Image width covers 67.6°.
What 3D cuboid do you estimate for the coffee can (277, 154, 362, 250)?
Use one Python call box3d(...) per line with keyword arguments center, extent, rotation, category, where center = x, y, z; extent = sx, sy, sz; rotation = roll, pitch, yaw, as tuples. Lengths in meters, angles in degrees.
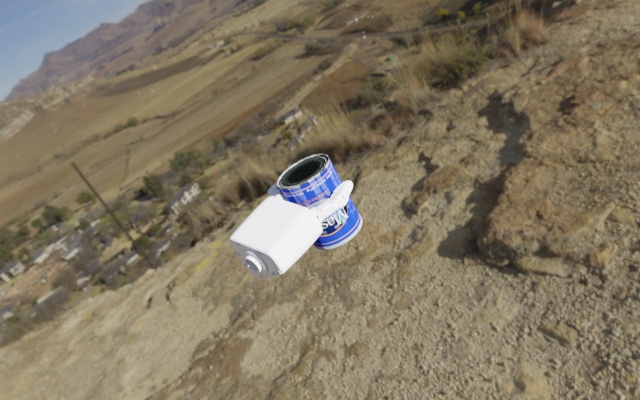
box3d(center=(0.000, 0.003, 0.854), extent=(0.103, 0.140, 0.102), rotation=(-24, 26, 12), category="coffee can")
